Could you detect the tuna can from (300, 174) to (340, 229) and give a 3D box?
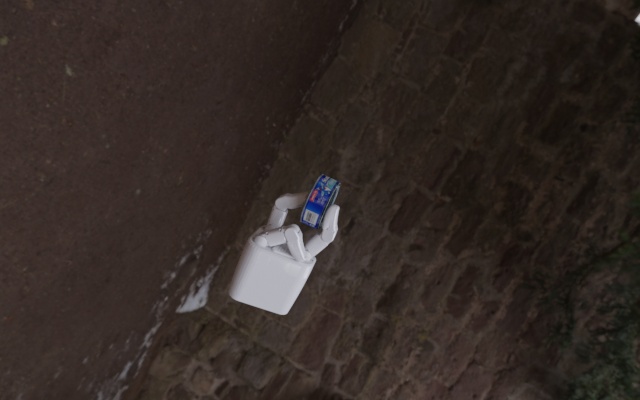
[{"bbox_3d":[0.001,0.003,0.769,0.034,0.086,0.086,25,3,7],"label":"tuna can"}]
